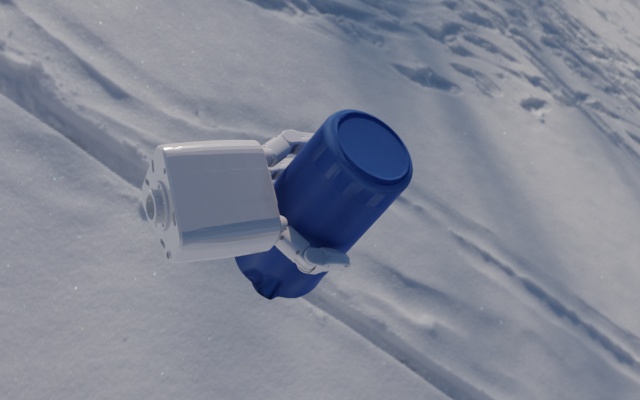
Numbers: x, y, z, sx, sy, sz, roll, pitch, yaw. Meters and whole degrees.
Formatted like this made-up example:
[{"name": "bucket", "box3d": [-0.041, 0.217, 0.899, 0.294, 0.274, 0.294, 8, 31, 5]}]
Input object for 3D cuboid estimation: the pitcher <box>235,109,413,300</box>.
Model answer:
[{"name": "pitcher", "box3d": [0.000, 0.002, 0.573, 0.145, 0.149, 0.243, -7, -29, -37]}]
